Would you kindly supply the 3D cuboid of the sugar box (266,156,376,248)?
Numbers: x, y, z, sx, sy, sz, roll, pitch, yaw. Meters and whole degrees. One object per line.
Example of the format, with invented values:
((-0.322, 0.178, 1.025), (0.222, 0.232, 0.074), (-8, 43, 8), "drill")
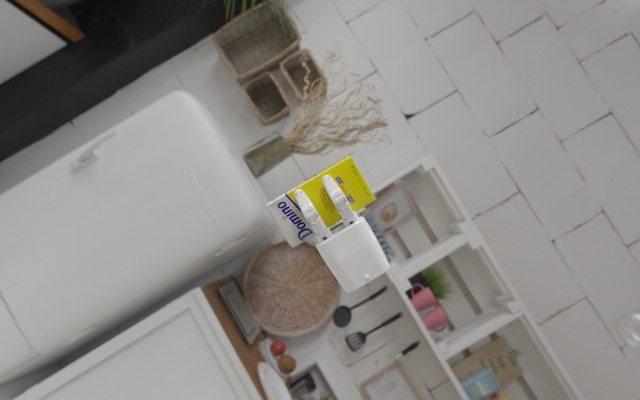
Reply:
((0.000, 0.003, 0.863), (0.176, 0.093, 0.048), (-31, 6, 0), "sugar box")
